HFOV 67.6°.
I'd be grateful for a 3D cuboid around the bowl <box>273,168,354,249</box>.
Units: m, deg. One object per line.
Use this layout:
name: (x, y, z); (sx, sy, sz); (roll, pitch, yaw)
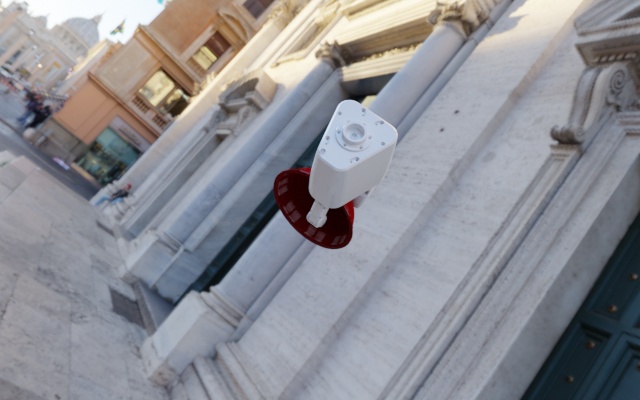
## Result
bowl: (0.000, 0.003, 0.795); (0.162, 0.162, 0.055); (0, 35, 46)
